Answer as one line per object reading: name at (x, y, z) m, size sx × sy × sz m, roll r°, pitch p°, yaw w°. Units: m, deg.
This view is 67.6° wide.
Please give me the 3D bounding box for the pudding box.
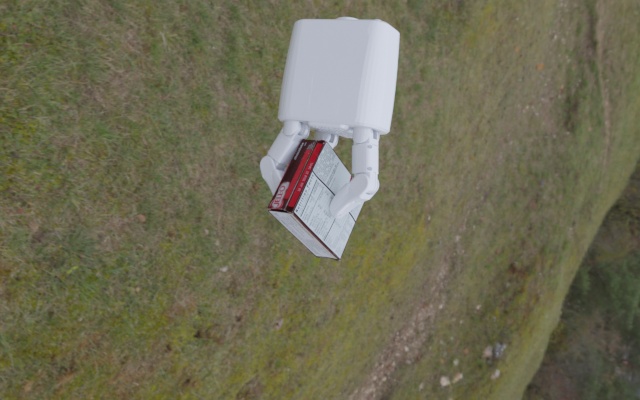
pudding box at (0.000, 0.002, 0.519) m, size 0.039 × 0.090 × 0.113 m, roll 8°, pitch -28°, yaw 38°
